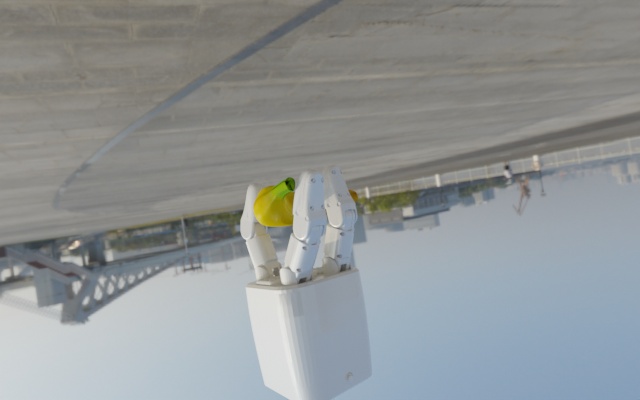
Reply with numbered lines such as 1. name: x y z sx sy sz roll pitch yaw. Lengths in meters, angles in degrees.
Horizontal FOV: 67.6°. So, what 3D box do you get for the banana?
1. banana: -0.018 0.005 0.499 0.069 0.037 0.198 -12 -5 20
